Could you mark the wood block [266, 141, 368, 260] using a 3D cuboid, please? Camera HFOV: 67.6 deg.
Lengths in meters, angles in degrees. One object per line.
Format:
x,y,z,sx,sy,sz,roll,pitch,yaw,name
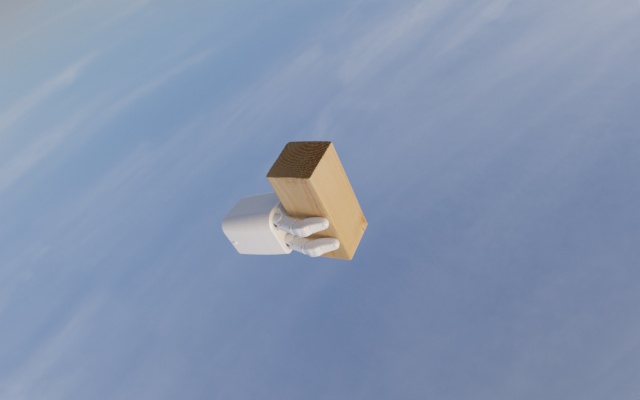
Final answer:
0.000,0.003,0.841,0.090,0.090,0.206,4,-41,31,wood block
